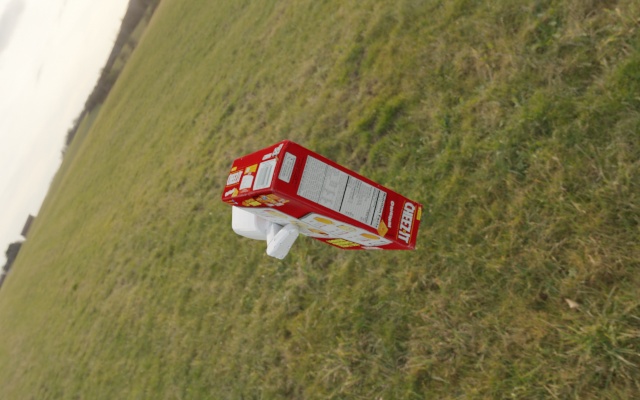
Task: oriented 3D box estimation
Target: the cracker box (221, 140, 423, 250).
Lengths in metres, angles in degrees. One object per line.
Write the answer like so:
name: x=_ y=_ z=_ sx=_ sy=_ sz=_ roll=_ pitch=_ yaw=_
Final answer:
cracker box: x=0.000 y=0.002 z=0.630 sx=0.214 sy=0.072 sz=0.164 roll=23 pitch=-16 yaw=-27
